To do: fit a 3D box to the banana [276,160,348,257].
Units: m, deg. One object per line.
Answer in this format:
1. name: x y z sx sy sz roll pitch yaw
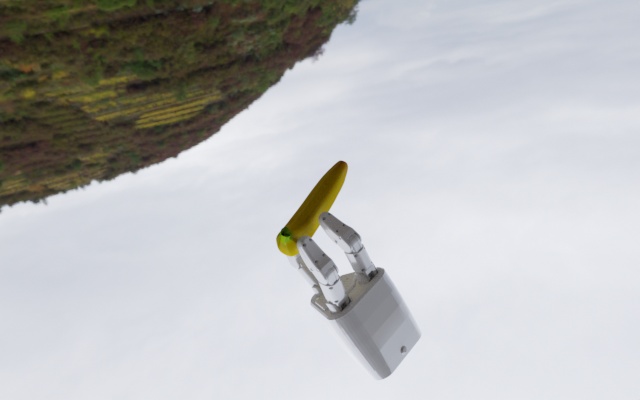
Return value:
1. banana: -0.010 0.015 0.609 0.037 0.070 0.197 37 37 -1
